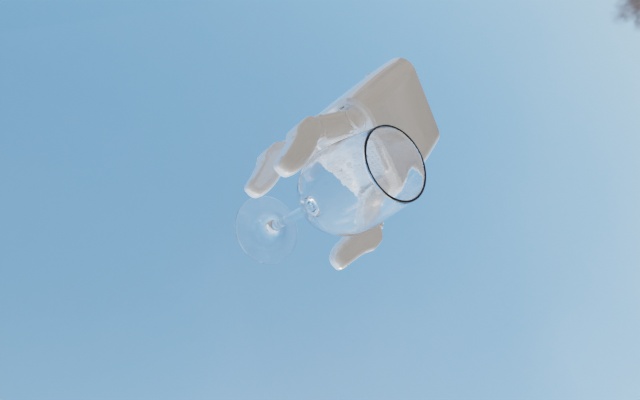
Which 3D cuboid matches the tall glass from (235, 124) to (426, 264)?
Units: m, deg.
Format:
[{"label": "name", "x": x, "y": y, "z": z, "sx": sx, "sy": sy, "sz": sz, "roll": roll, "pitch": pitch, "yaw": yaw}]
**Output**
[{"label": "tall glass", "x": 0.000, "y": 0.002, "z": 0.427, "sx": 0.079, "sy": 0.079, "sz": 0.201, "roll": 0, "pitch": -17, "yaw": -36}]
